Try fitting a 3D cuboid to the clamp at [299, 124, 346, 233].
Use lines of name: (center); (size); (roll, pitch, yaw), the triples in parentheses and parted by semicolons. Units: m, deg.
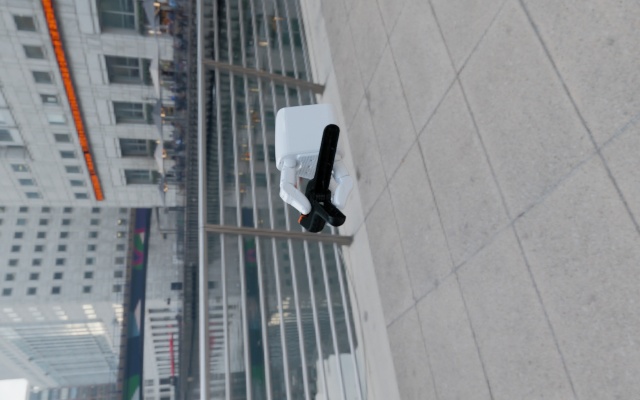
clamp: (-0.001, 0.003, 0.770); (0.036, 0.164, 0.210); (4, -32, -13)
